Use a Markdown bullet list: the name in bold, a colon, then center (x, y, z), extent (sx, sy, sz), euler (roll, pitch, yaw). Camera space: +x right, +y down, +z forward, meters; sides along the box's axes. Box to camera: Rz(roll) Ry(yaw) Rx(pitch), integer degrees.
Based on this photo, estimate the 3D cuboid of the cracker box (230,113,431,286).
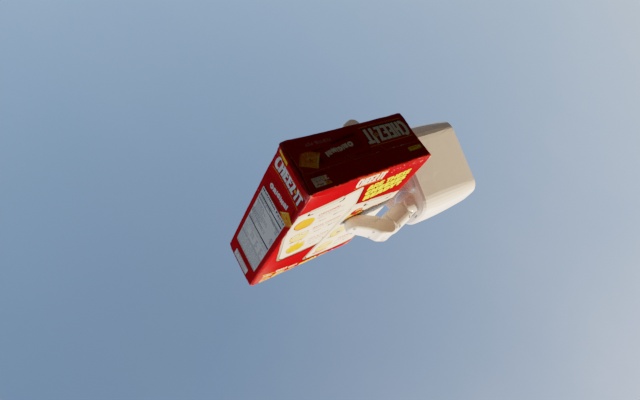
- **cracker box**: center (0.000, 0.002, 0.552), extent (0.164, 0.072, 0.214), euler (-20, -21, -34)
